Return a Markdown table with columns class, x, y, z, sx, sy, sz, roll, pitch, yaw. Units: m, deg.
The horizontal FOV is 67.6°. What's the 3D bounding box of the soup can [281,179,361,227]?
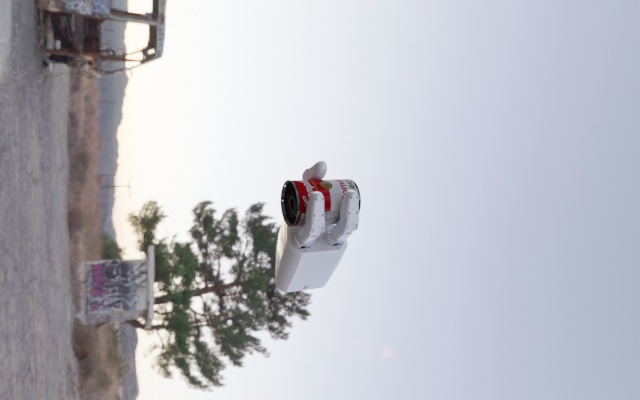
| class | x | y | z | sx | sy | sz | roll | pitch | yaw |
| --- | --- | --- | --- | --- | --- | --- | --- | --- | --- |
| soup can | 0.000 | 0.002 | 0.708 | 0.102 | 0.068 | 0.068 | -2 | 1 | -25 |
